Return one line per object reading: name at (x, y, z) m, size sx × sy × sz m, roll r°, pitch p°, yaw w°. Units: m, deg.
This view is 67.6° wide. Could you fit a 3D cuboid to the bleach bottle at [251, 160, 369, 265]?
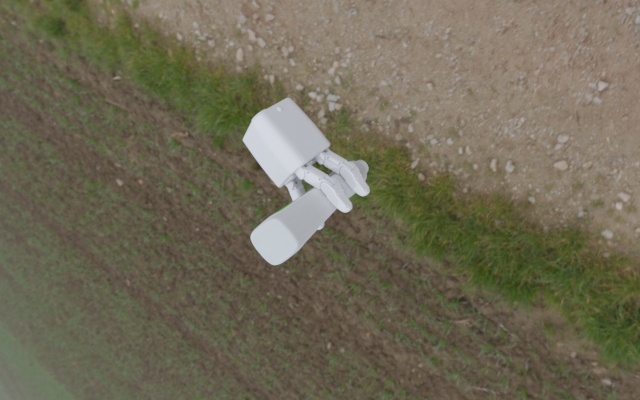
bleach bottle at (0.000, 0.003, 0.797) m, size 0.250 × 0.068 × 0.103 m, roll -40°, pitch 2°, yaw -42°
